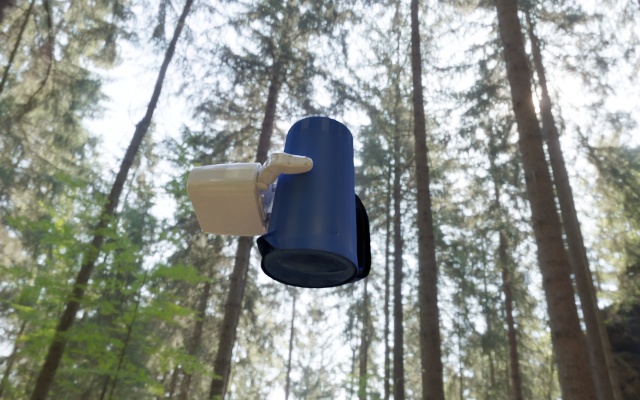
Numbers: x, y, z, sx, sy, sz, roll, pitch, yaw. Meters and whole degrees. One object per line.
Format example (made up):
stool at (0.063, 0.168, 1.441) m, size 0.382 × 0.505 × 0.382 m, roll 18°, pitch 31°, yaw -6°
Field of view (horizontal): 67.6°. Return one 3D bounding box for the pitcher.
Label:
pitcher at (0.000, 0.002, 0.709) m, size 0.145 × 0.242 × 0.149 m, roll -1°, pitch -32°, yaw 10°
